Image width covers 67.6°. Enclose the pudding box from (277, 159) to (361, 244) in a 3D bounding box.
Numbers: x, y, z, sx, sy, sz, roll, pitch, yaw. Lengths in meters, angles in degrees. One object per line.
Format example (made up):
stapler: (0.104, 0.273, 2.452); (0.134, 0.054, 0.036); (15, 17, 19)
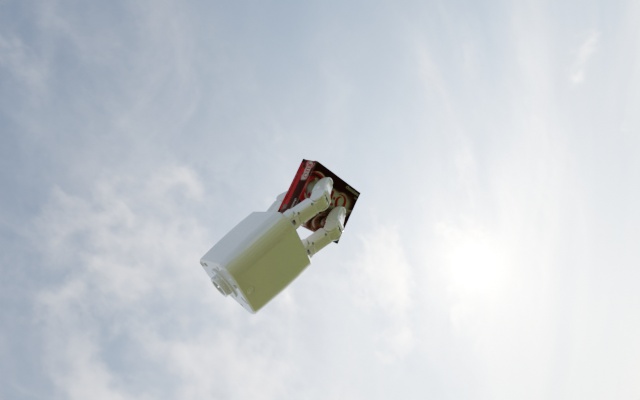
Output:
pudding box: (0.000, 0.002, 0.713); (0.039, 0.090, 0.113); (18, -11, 45)
